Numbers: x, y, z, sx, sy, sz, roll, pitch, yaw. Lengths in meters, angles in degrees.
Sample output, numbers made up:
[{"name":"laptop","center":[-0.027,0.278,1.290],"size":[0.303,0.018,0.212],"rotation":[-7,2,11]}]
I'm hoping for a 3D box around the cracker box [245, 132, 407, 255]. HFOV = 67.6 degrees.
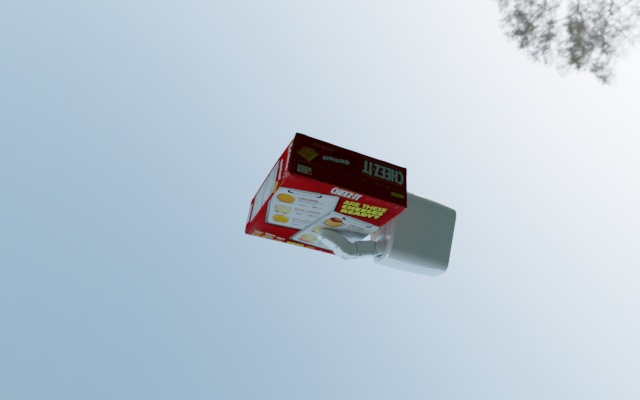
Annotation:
[{"name":"cracker box","center":[0.000,0.002,0.686],"size":[0.164,0.072,0.214],"rotation":[16,-29,-17]}]
